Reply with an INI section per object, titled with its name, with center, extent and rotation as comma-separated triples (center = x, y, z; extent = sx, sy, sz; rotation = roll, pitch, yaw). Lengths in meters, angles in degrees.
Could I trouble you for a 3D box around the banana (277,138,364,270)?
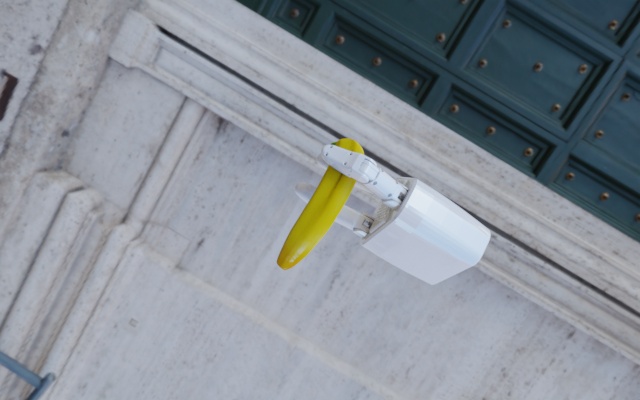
[banana]
center = 0.010, -0.009, 0.533
extent = 0.037, 0.197, 0.070
rotation = 33, -38, -10
